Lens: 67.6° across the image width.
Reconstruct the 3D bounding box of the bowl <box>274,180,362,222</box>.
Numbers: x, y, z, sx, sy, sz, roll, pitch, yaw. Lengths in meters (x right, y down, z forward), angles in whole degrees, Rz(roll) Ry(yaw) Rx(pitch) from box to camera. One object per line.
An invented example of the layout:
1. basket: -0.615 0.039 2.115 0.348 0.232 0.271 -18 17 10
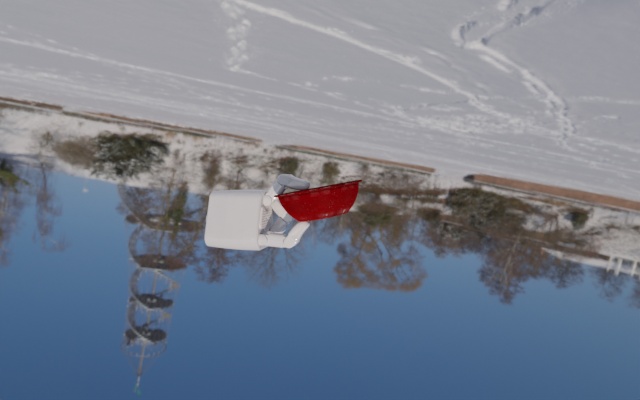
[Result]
1. bowl: 0.001 0.003 0.856 0.162 0.055 0.162 -11 2 0
